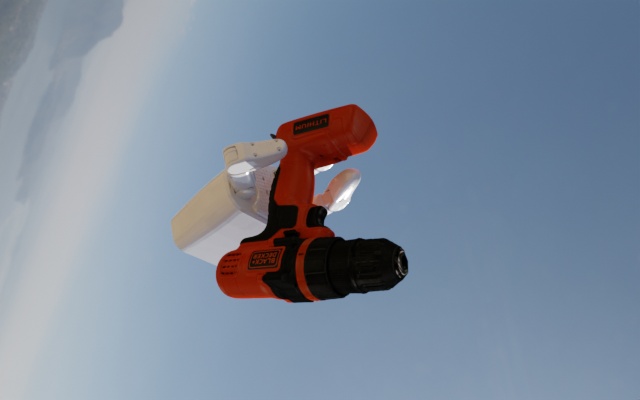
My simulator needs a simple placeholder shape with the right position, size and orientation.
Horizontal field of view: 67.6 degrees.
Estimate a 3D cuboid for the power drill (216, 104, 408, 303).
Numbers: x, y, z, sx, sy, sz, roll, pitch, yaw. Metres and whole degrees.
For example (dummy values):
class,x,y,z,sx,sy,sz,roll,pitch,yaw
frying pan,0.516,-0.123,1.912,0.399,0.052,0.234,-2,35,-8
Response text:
class,x,y,z,sx,sy,sz,roll,pitch,yaw
power drill,0.000,0.001,0.434,0.184,0.187,0.057,-8,-39,32
